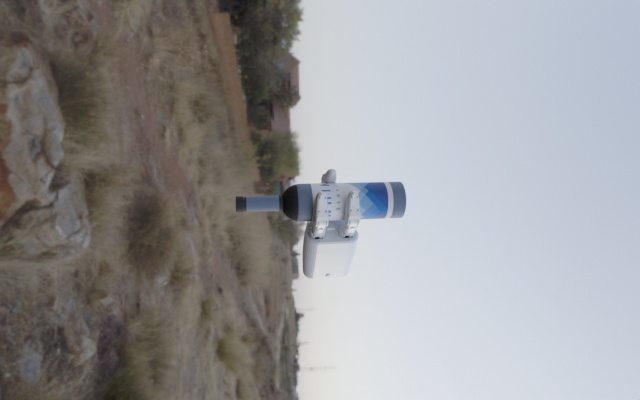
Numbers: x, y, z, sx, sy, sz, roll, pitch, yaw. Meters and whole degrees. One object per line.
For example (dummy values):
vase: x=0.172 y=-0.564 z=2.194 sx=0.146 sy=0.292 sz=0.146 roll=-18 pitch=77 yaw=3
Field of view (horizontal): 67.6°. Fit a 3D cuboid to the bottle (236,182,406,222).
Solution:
bottle: x=0.000 y=0.003 z=0.843 sx=0.296 sy=0.069 sz=0.069 roll=-2 pitch=0 yaw=-10
